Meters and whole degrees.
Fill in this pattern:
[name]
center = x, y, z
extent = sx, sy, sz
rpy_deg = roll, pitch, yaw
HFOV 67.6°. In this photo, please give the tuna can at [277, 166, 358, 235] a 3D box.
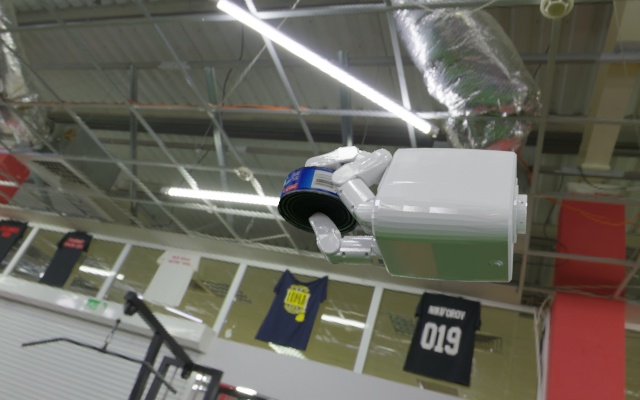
[tuna can]
center = 0.000, 0.001, 0.503
extent = 0.086, 0.033, 0.086
rpy_deg = 10, -31, 6
